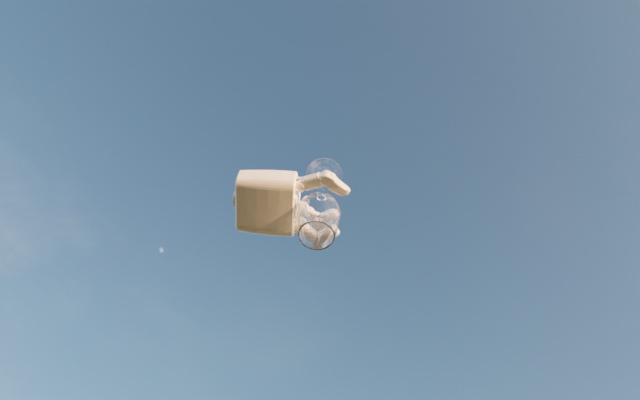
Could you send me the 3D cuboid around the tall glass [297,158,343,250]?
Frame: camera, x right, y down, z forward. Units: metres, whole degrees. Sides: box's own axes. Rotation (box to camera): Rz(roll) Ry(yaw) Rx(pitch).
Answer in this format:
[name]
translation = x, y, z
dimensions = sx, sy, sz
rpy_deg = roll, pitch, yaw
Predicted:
[tall glass]
translation = 0.000, 0.002, 0.873
dimensions = 0.079, 0.079, 0.201
rpy_deg = 0, 34, 5
